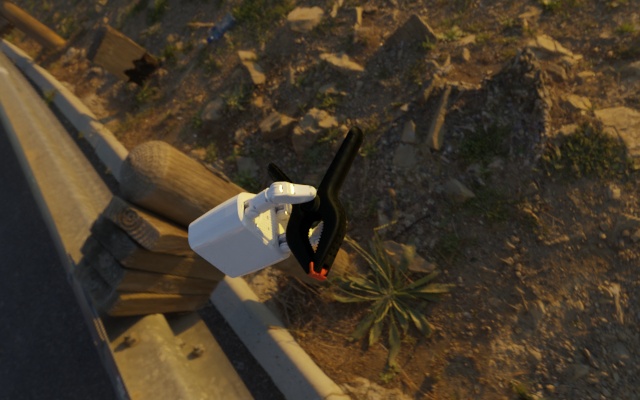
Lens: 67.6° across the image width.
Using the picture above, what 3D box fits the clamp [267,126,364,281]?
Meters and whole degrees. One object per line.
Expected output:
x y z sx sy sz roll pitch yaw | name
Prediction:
0.000 0.002 0.651 0.164 0.209 0.036 -27 -36 27 | clamp
